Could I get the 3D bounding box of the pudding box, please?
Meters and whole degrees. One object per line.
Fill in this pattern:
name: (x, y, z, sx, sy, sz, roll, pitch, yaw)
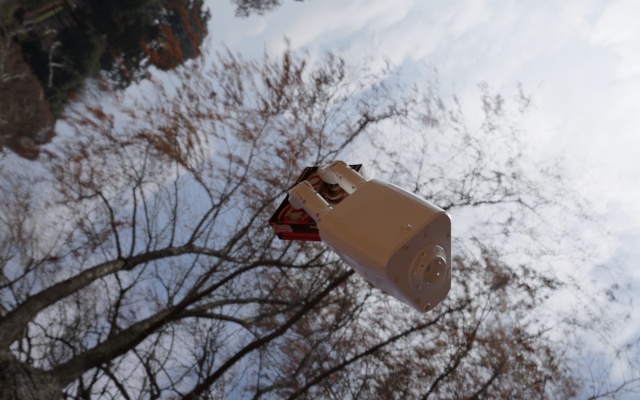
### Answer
pudding box: (0.000, 0.002, 0.605, 0.090, 0.039, 0.113, 0, 40, 33)
